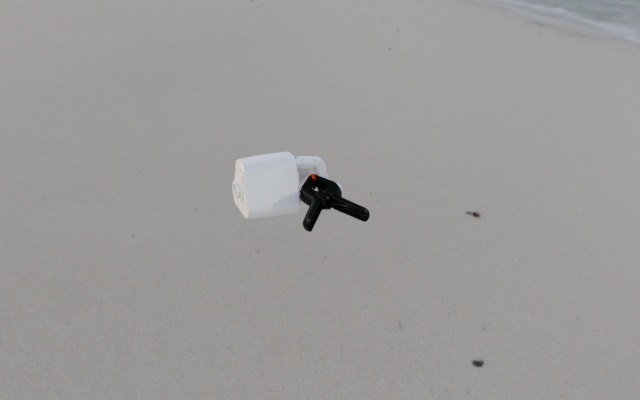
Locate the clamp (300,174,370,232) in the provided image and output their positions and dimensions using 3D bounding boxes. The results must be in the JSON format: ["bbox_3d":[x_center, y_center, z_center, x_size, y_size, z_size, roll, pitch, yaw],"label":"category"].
[{"bbox_3d":[0.000,0.002,0.883,0.120,0.039,0.171,-9,29,-25],"label":"clamp"}]
